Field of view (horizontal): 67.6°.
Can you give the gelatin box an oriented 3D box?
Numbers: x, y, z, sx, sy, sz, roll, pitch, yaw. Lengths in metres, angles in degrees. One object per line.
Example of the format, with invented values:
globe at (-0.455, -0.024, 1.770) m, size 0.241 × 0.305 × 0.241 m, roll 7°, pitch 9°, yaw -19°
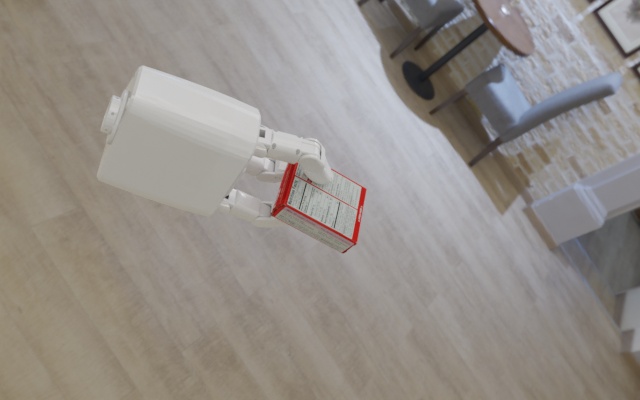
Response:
gelatin box at (0.001, 0.002, 0.486) m, size 0.089 × 0.073 × 0.030 m, roll 28°, pitch -40°, yaw -18°
